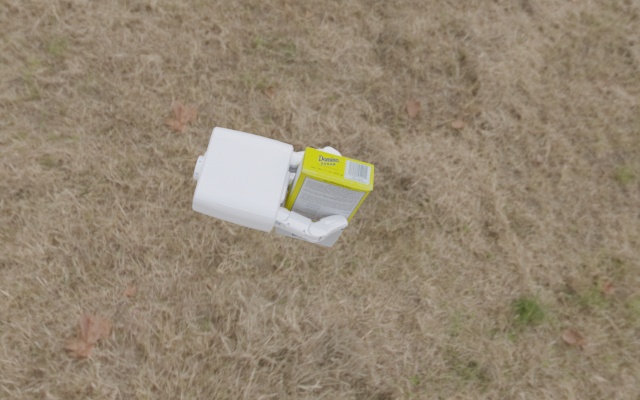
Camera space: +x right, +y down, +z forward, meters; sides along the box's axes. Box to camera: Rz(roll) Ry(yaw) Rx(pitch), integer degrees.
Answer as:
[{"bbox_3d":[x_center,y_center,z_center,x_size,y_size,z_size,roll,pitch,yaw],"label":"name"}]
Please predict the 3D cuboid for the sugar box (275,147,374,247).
[{"bbox_3d":[0.000,0.002,0.660,0.093,0.048,0.176,15,-30,-10],"label":"sugar box"}]
